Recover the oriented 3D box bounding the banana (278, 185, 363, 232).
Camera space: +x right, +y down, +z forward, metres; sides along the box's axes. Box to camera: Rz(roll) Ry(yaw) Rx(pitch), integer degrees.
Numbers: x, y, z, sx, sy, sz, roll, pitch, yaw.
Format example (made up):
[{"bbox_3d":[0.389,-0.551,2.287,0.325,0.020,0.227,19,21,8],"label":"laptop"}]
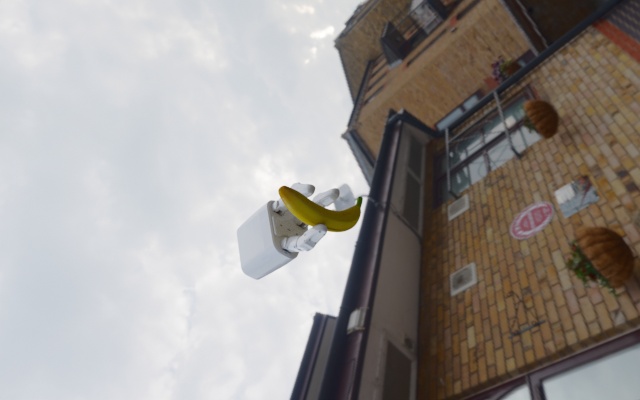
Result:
[{"bbox_3d":[0.007,0.020,0.808,0.198,0.069,0.037,8,-32,-46],"label":"banana"}]
